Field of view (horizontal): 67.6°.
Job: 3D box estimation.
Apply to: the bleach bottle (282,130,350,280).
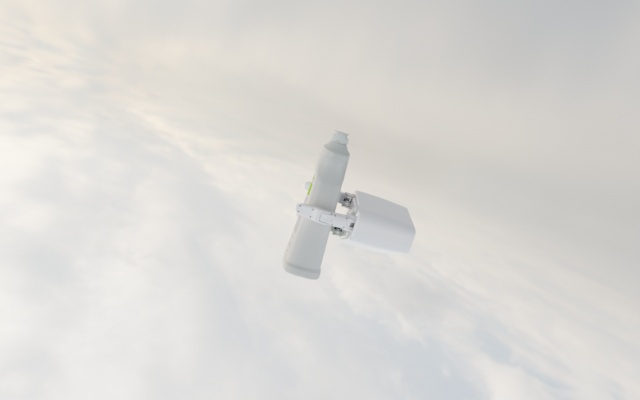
[{"bbox_3d":[0.000,0.003,0.828,0.068,0.251,0.102,16,8,-9],"label":"bleach bottle"}]
